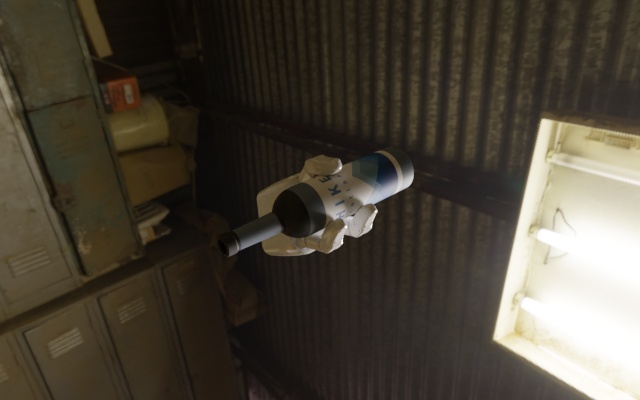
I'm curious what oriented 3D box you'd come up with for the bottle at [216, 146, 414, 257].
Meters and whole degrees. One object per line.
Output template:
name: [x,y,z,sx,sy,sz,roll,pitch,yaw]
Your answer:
bottle: [0.000,0.002,0.625,0.295,0.069,0.069,-24,14,-33]
